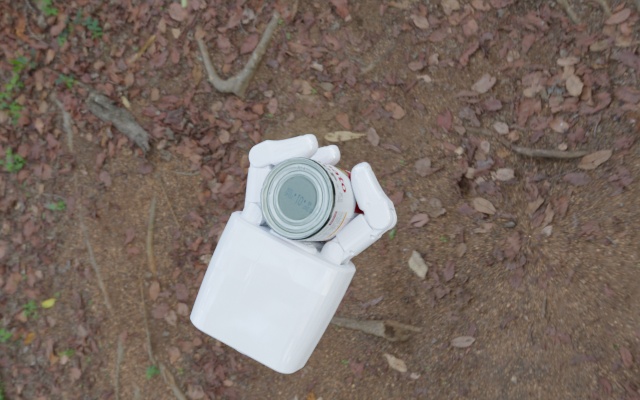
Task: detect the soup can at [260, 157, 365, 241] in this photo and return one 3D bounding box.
[{"bbox_3d":[0.000,0.001,0.420,0.068,0.068,0.102,0,-4,24],"label":"soup can"}]
